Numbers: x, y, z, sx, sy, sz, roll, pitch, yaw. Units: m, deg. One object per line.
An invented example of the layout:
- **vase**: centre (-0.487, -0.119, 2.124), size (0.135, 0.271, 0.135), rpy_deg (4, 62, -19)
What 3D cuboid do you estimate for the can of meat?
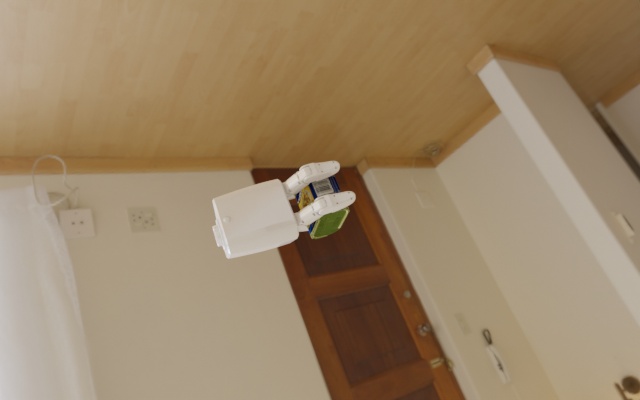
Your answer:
- **can of meat**: centre (0.000, 0.003, 0.758), size (0.057, 0.084, 0.102), rpy_deg (-14, -24, -18)
